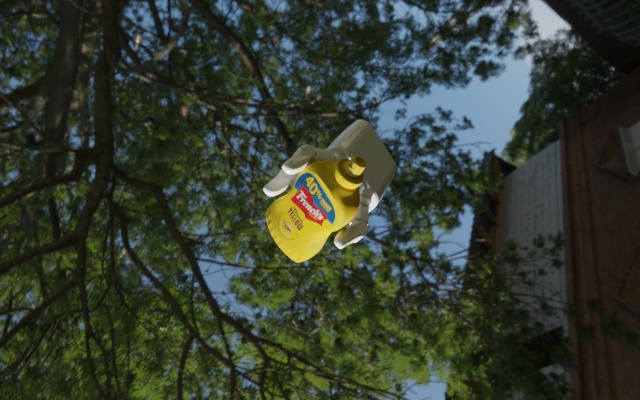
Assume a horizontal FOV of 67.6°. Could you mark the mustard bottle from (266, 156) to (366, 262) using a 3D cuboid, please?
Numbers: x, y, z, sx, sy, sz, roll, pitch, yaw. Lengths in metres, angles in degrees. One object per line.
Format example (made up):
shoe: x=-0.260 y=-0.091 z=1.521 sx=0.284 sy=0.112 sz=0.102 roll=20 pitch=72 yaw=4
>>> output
mustard bottle: x=0.000 y=0.002 z=0.652 sx=0.058 sy=0.096 sz=0.192 roll=-17 pitch=-21 yaw=-44
